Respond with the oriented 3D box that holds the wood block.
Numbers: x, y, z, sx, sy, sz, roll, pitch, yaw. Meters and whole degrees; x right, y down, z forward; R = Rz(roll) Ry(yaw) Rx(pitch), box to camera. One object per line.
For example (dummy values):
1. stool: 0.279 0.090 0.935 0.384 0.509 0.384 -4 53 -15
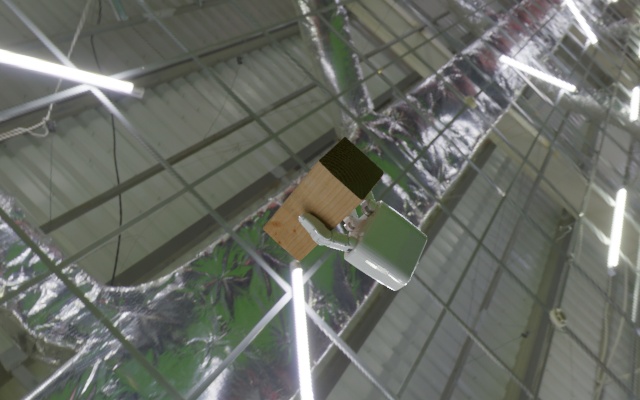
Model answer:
1. wood block: 0.000 0.003 0.801 0.206 0.090 0.090 -48 0 44
